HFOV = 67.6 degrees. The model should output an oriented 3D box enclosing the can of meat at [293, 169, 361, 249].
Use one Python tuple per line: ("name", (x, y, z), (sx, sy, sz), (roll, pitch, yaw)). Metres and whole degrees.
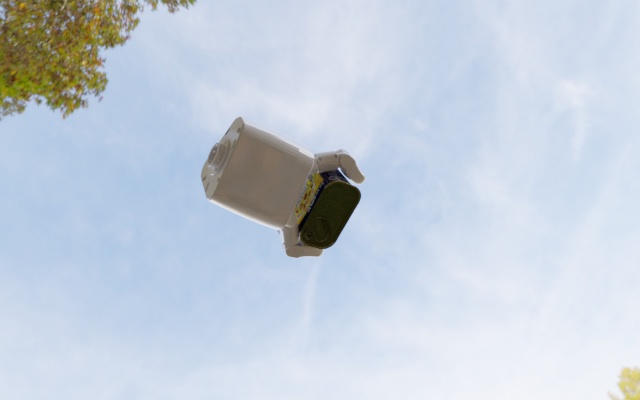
("can of meat", (0.000, 0.002, 0.667), (0.057, 0.102, 0.084), (19, 19, -29))
